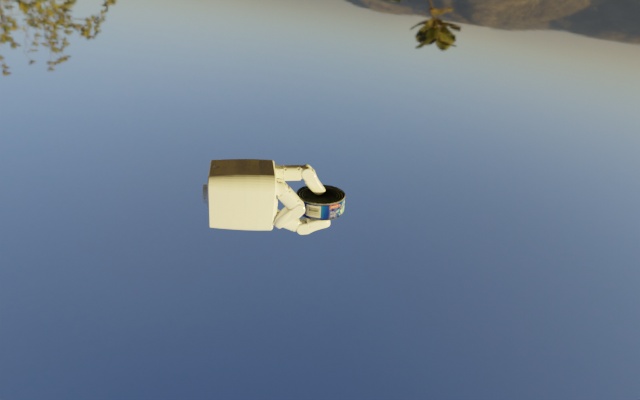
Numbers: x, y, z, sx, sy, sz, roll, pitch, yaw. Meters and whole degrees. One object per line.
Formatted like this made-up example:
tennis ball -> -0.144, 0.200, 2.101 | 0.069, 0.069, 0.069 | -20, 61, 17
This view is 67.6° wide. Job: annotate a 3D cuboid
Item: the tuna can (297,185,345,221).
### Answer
tuna can -> 0.000, 0.003, 0.841 | 0.086, 0.034, 0.086 | 2, 24, -1
